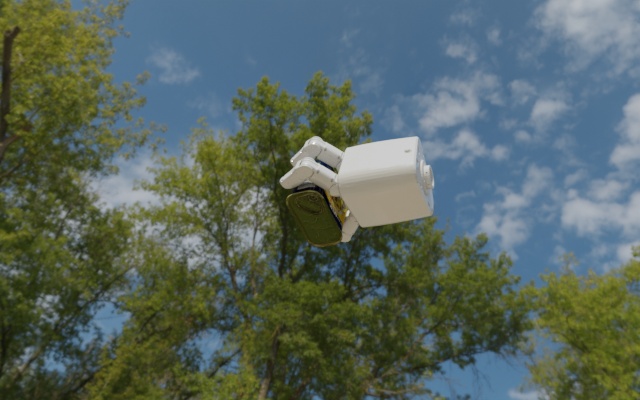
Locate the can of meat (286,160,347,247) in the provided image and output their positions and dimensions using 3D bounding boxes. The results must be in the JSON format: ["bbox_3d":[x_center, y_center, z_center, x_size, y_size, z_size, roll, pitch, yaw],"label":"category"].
[{"bbox_3d":[0.000,0.002,0.700,0.057,0.102,0.084,-12,35,24],"label":"can of meat"}]
